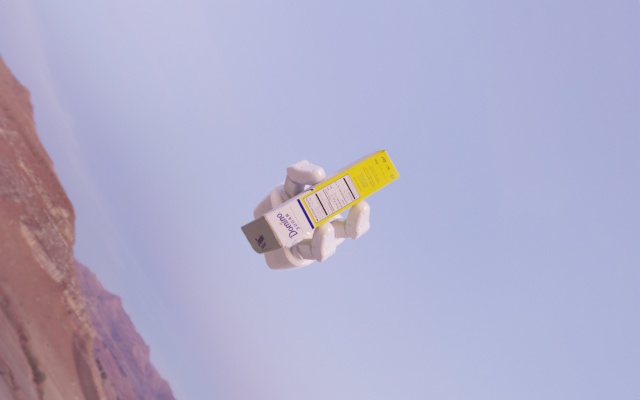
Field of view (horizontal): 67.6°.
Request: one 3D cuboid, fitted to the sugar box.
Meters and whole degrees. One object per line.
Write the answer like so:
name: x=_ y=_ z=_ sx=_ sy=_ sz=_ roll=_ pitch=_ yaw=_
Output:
sugar box: x=0.000 y=0.002 z=0.565 sx=0.176 sy=0.048 sz=0.093 roll=-33 pitch=4 yaw=-26
